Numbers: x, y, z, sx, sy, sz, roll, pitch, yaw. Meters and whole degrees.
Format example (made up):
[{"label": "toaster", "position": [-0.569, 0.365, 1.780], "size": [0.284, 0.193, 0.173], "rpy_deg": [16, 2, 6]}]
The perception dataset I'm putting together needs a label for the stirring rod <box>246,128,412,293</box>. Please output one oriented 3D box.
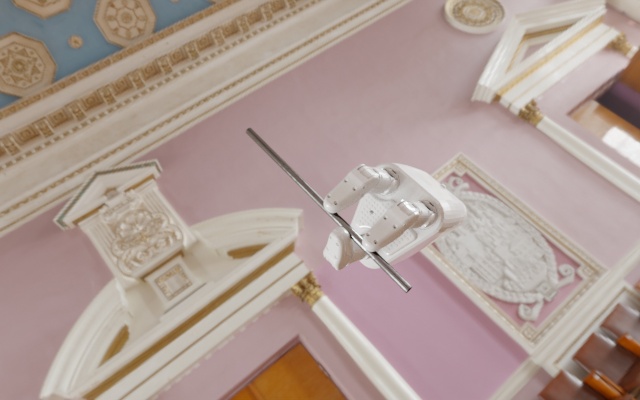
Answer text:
[{"label": "stirring rod", "position": [0.000, 0.002, 0.470], "size": [0.239, 0.011, 0.011], "rpy_deg": [45, 22, 24]}]
